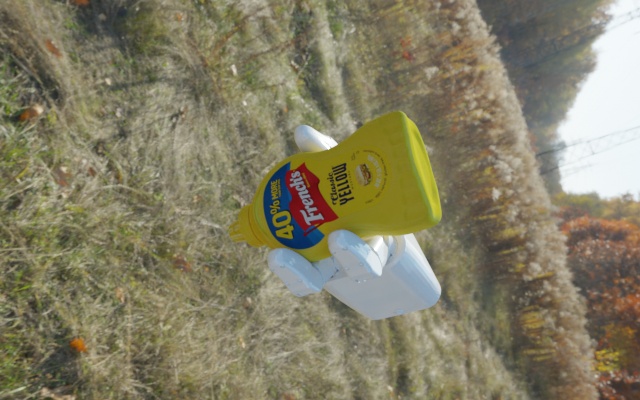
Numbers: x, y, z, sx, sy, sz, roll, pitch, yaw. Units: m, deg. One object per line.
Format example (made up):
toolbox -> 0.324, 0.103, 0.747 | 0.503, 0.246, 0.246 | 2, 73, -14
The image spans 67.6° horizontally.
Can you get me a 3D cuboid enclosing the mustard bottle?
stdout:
mustard bottle -> 0.000, 0.001, 0.414 | 0.191, 0.096, 0.058 | -20, -18, 25
